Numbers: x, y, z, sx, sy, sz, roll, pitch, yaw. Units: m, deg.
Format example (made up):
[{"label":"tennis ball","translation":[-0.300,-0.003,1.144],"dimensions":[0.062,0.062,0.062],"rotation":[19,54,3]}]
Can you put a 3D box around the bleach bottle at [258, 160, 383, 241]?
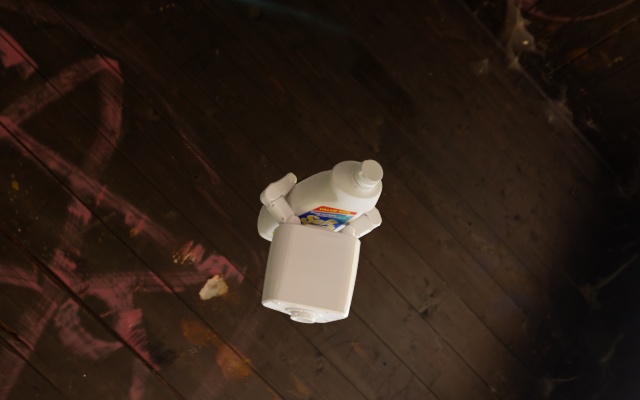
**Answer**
[{"label":"bleach bottle","translation":[0.000,0.002,0.660],"dimensions":[0.102,0.068,0.251],"rotation":[19,-26,-19]}]
